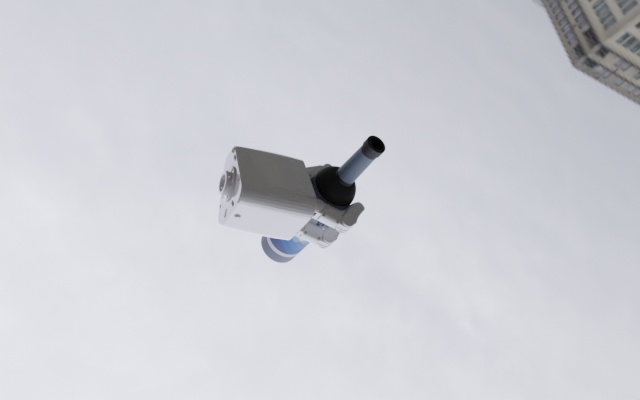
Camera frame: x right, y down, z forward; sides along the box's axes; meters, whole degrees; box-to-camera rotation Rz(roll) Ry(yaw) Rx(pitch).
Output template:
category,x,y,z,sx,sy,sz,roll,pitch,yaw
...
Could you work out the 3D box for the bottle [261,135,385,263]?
category,x,y,z,sx,sy,sz,roll,pitch,yaw
bottle,0.000,0.002,0.709,0.069,0.069,0.296,0,-30,-34
